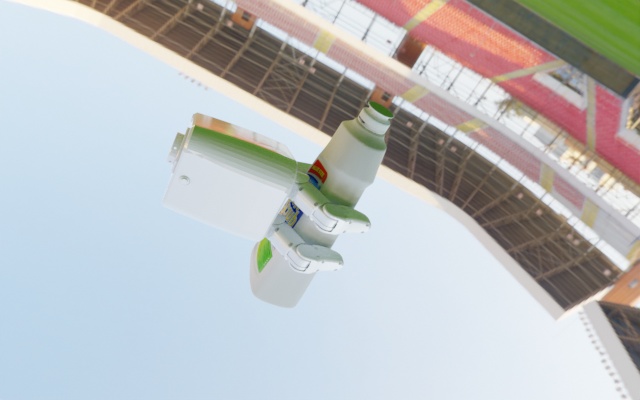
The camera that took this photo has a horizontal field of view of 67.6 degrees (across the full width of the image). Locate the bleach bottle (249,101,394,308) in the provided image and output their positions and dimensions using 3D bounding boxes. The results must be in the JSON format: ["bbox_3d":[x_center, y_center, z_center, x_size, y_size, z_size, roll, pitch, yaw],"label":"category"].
[{"bbox_3d":[0.000,0.002,0.524,0.068,0.251,0.102,21,30,-18],"label":"bleach bottle"}]
